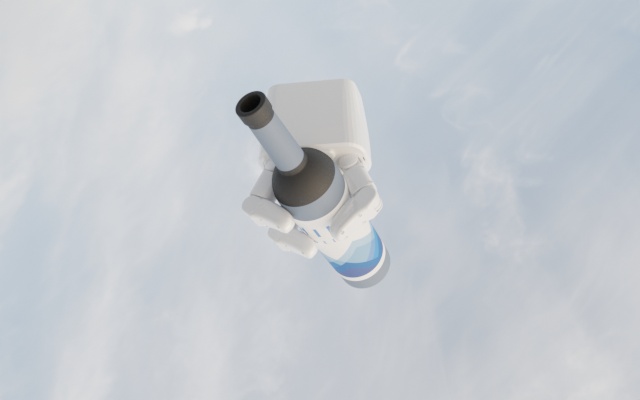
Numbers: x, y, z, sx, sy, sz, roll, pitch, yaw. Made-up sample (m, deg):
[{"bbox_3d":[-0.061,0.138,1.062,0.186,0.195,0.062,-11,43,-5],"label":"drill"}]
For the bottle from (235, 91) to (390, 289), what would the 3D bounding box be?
[{"bbox_3d":[0.000,0.002,0.486,0.069,0.069,0.296,0,-32,26],"label":"bottle"}]
